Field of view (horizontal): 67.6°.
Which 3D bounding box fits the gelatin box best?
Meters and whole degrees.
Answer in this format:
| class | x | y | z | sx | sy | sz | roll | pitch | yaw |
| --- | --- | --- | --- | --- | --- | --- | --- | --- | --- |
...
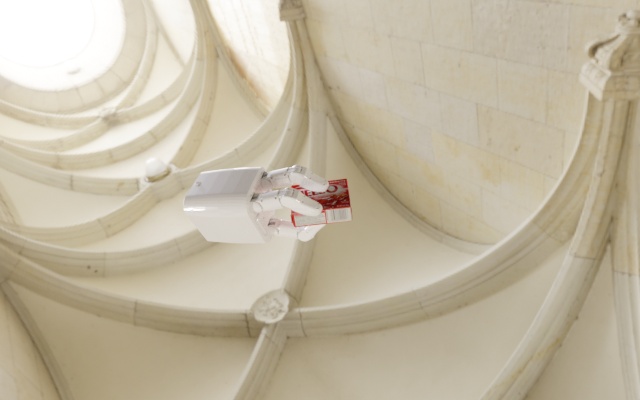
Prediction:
| class | x | y | z | sx | sy | sz | roll | pitch | yaw |
| --- | --- | --- | --- | --- | --- | --- | --- | --- | --- |
| gelatin box | 0.001 | 0.003 | 0.715 | 0.089 | 0.030 | 0.073 | -6 | 37 | 2 |
